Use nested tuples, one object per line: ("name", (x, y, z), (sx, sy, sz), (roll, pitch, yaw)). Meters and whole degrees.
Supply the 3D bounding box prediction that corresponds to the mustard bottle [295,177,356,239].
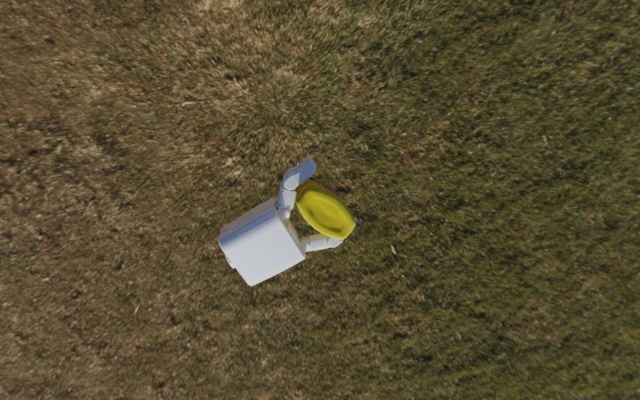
("mustard bottle", (0.000, 0.002, 0.792), (0.096, 0.058, 0.191), (36, 6, -11))
